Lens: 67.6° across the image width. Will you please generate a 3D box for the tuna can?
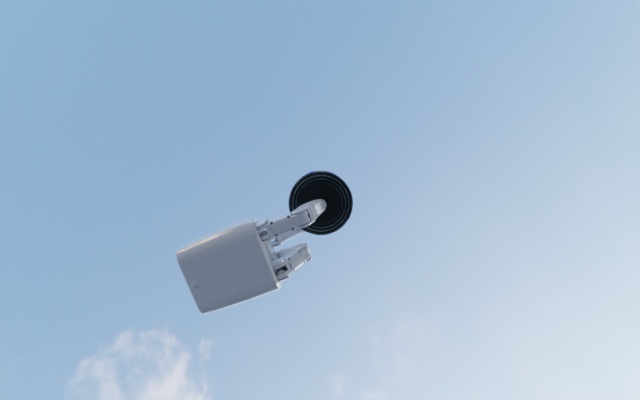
[{"bbox_3d":[0.000,0.002,0.649,0.086,0.086,0.033,0,7,-1],"label":"tuna can"}]
